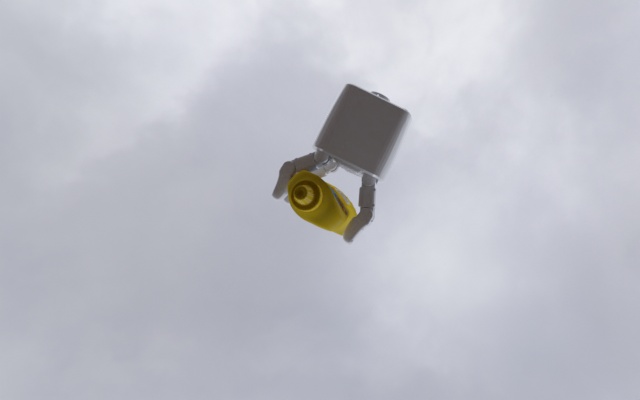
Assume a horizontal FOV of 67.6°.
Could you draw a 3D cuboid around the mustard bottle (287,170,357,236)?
[{"bbox_3d":[0.000,0.003,0.682,0.058,0.096,0.191,-40,-15,6],"label":"mustard bottle"}]
